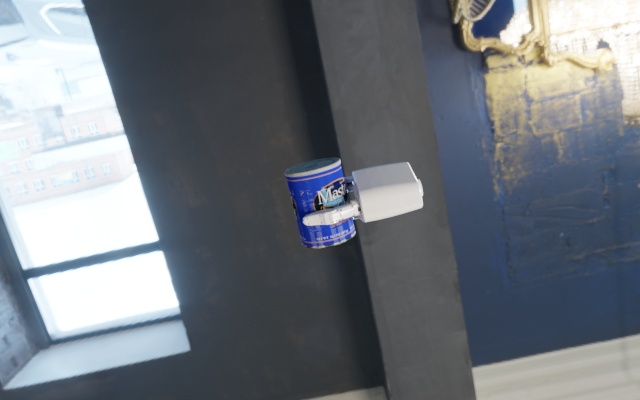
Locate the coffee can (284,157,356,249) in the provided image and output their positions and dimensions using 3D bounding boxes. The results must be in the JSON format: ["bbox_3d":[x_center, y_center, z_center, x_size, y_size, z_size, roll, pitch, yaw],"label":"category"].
[{"bbox_3d":[0.000,0.003,0.867,0.103,0.140,0.102,-12,14,3],"label":"coffee can"}]
